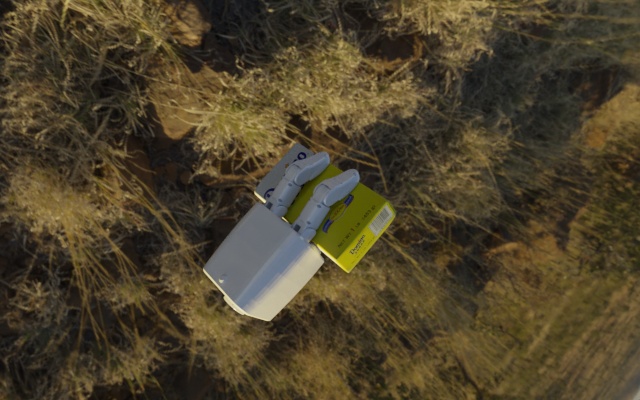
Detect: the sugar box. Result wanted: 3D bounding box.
[{"bbox_3d":[0.000,0.002,0.600,0.176,0.093,0.048,36,-9,37],"label":"sugar box"}]
